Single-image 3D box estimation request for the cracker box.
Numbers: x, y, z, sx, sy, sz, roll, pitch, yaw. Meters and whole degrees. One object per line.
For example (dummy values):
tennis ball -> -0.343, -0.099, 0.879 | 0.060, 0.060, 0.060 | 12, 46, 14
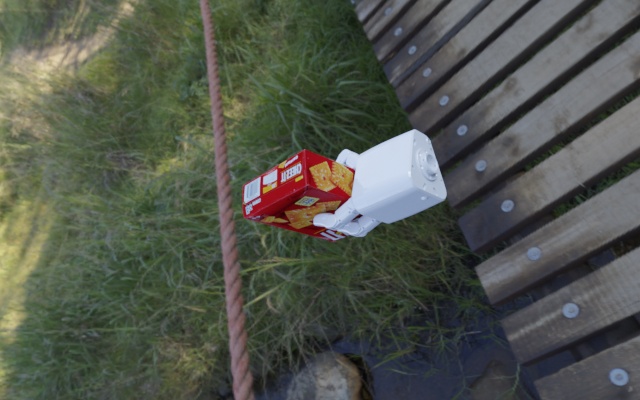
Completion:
cracker box -> 0.000, 0.002, 0.815 | 0.214, 0.072, 0.164 | 19, -32, -40
